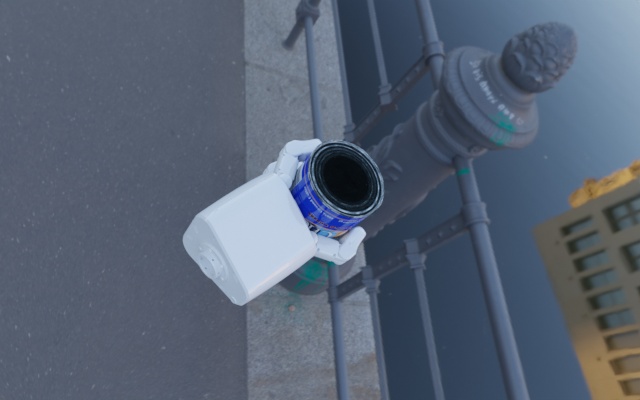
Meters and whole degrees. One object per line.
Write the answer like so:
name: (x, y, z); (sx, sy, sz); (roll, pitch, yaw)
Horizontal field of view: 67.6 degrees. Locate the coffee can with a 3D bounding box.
coffee can: (0.000, 0.002, 0.611); (0.103, 0.102, 0.140); (0, -25, -30)
